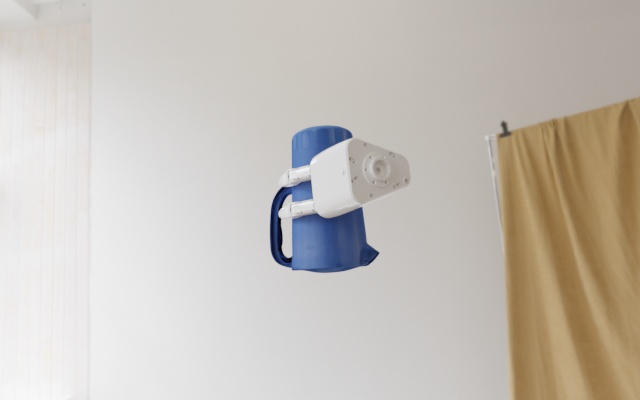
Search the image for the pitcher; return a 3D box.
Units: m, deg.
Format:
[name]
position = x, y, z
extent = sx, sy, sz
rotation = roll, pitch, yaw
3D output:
[pitcher]
position = 0.000, 0.003, 0.821
extent = 0.149, 0.242, 0.145
rotation = 0, -10, -26
